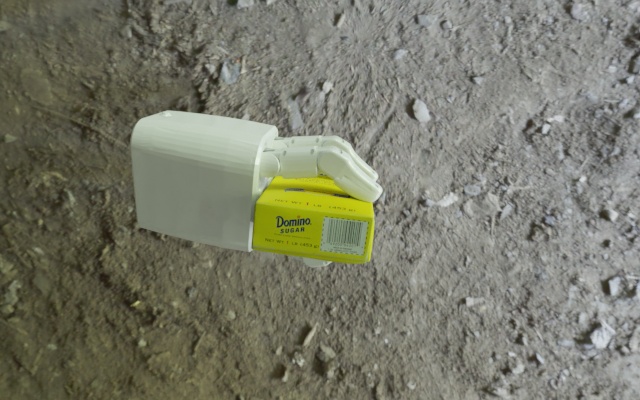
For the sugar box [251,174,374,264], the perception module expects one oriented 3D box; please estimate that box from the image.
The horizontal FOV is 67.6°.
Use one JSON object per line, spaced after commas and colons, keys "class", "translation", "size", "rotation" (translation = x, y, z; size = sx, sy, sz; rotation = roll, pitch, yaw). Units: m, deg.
{"class": "sugar box", "translation": [0.000, 0.001, 0.443], "size": [0.093, 0.048, 0.176], "rotation": [8, 18, 1]}
